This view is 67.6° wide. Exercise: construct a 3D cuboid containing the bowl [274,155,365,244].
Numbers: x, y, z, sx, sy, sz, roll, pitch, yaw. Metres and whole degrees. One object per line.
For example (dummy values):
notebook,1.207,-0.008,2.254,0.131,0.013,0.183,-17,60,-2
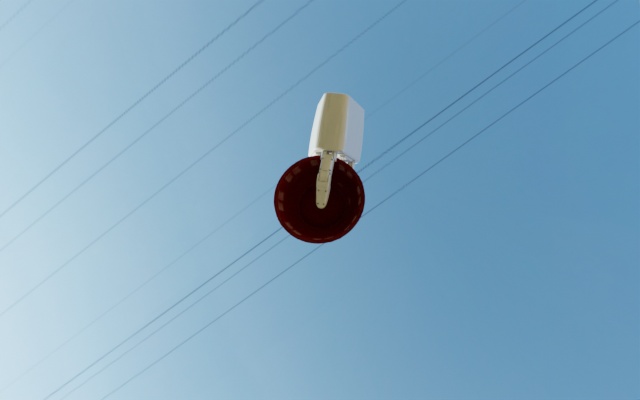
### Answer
bowl,0.000,0.004,0.860,0.162,0.162,0.055,0,-15,7
